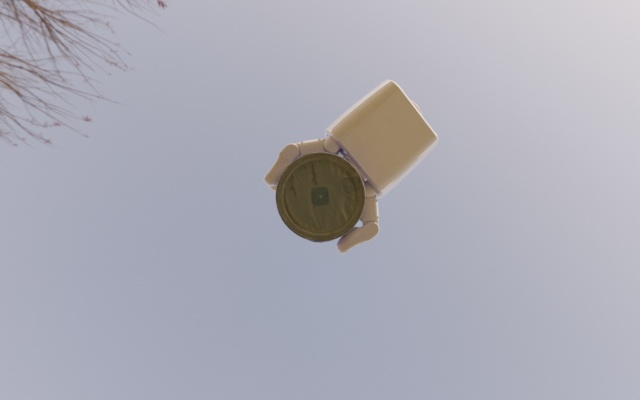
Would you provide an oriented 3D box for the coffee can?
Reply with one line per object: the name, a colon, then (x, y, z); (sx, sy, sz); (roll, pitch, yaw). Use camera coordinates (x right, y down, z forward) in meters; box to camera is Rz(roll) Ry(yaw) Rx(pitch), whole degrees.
coffee can: (0.000, 0.002, 0.609); (0.103, 0.103, 0.140); (0, -6, 0)
